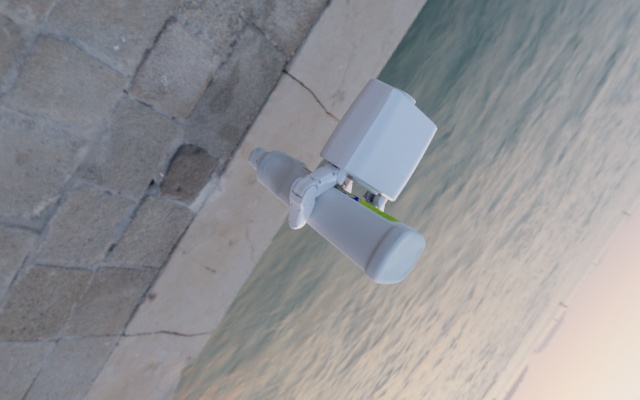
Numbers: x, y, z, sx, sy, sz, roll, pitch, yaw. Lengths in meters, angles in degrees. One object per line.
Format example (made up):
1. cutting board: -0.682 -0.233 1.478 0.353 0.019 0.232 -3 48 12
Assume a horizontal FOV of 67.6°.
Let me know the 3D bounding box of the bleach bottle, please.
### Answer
1. bleach bottle: 0.000 0.002 0.573 0.250 0.068 0.102 35 7 29
